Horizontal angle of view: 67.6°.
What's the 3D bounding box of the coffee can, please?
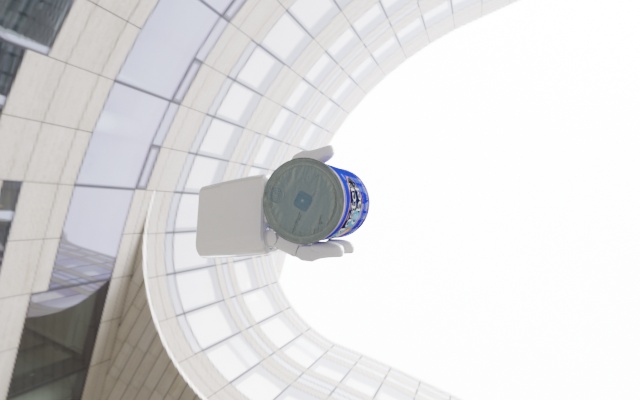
[{"bbox_3d":[0.000,0.002,0.626,0.103,0.103,0.140,0,-1,18],"label":"coffee can"}]
